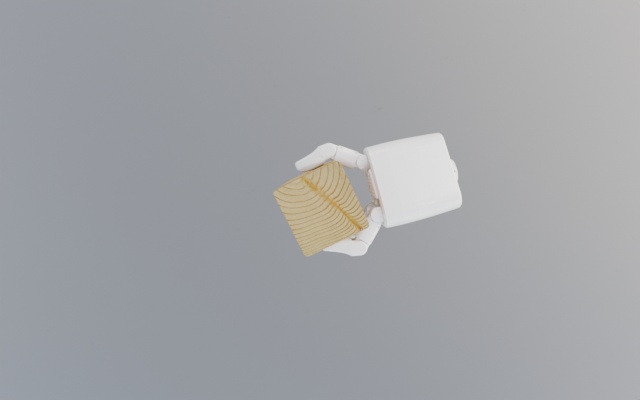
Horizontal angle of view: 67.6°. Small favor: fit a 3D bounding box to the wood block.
[{"bbox_3d":[0.000,0.002,0.669,0.090,0.091,0.206,-26,4,1],"label":"wood block"}]
